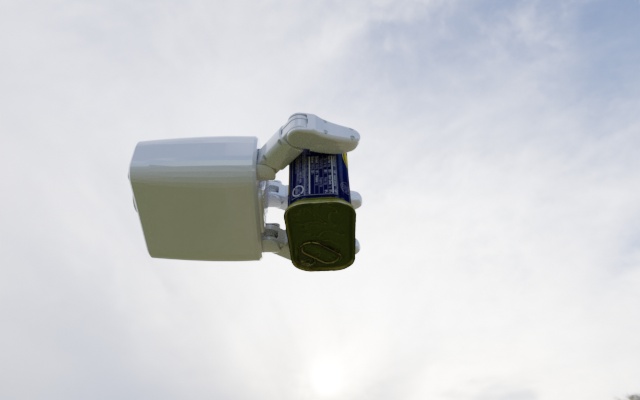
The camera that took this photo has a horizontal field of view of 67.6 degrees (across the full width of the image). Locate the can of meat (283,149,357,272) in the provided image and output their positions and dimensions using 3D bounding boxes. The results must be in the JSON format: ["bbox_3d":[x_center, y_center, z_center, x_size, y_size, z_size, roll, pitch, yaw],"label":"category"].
[{"bbox_3d":[0.000,0.001,0.423,0.057,0.083,0.102,-3,-39,1],"label":"can of meat"}]
